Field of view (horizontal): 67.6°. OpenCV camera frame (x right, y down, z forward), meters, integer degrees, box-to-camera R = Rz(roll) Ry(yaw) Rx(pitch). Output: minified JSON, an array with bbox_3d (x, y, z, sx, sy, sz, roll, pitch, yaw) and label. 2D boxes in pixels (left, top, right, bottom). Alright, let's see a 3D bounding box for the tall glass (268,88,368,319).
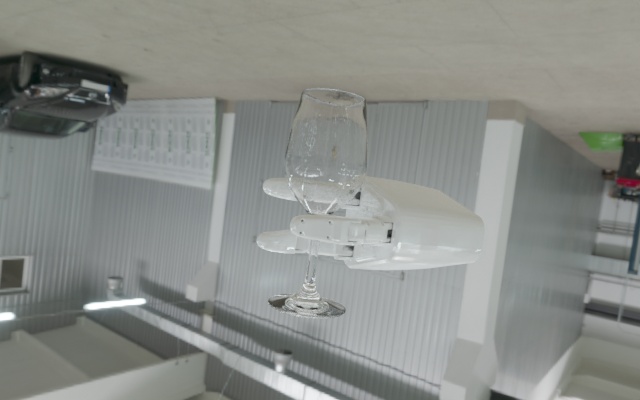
[{"bbox_3d":[0.000,0.002,0.448,0.079,0.201,0.079,7,3,0],"label":"tall glass"}]
